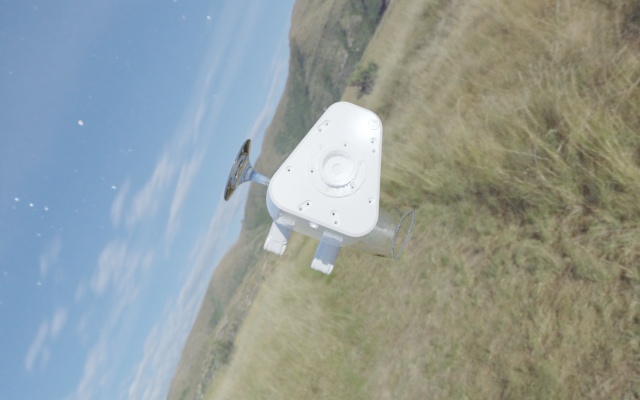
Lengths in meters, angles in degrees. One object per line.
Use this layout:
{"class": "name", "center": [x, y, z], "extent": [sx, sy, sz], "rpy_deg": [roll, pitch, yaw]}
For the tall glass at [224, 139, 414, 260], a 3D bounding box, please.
{"class": "tall glass", "center": [-0.001, 0.001, 0.533], "extent": [0.201, 0.079, 0.079], "rpy_deg": [21, -1, -1]}
